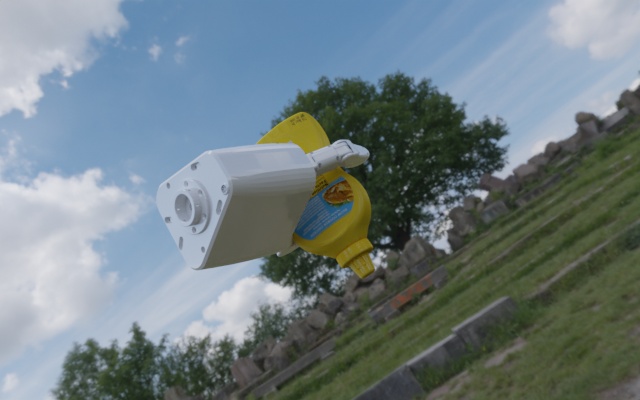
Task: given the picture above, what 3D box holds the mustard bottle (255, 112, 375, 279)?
[{"bbox_3d":[0.000,0.002,0.530,0.096,0.191,0.058,-37,-18,11],"label":"mustard bottle"}]
